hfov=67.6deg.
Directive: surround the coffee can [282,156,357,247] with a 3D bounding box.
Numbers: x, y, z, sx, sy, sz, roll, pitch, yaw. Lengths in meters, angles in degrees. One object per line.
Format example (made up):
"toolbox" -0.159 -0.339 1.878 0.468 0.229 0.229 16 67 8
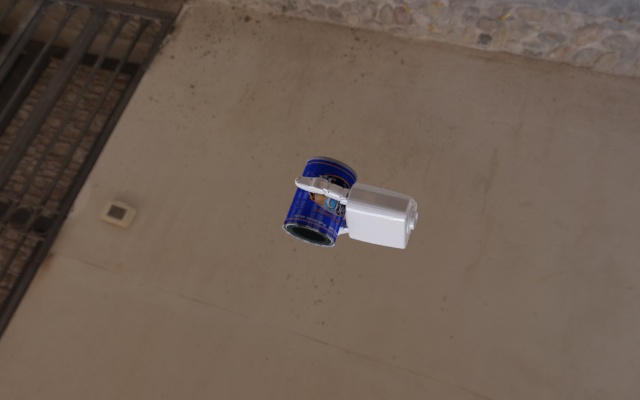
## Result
"coffee can" 0.000 0.003 0.894 0.103 0.140 0.103 18 -19 6
